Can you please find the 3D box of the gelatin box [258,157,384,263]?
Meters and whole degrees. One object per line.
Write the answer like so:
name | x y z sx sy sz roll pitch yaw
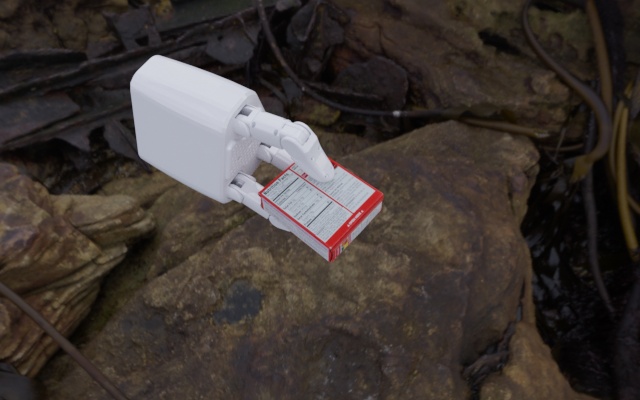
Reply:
gelatin box | 0.000 0.001 0.433 0.089 0.073 0.030 35 -26 22
